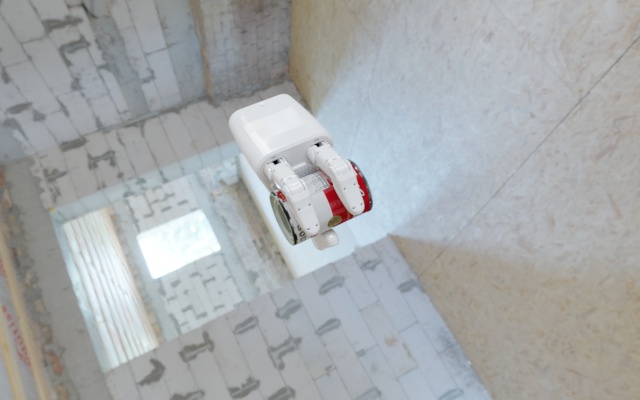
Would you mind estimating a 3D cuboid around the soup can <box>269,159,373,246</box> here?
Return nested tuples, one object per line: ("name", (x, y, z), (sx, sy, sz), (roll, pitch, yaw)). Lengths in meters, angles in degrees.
("soup can", (0.000, 0.002, 0.554), (0.102, 0.068, 0.068), (-24, 7, -16))
